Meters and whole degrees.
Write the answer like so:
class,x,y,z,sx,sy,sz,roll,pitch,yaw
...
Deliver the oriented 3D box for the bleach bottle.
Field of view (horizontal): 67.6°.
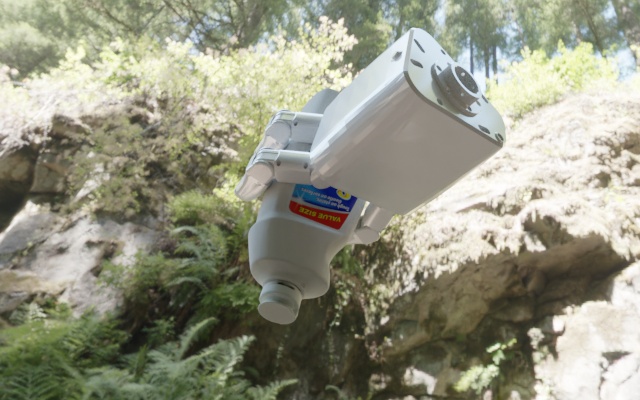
class,x,y,z,sx,sy,sz,roll,pitch,yaw
bleach bottle,0.000,0.001,0.439,0.102,0.250,0.068,35,-47,-18
